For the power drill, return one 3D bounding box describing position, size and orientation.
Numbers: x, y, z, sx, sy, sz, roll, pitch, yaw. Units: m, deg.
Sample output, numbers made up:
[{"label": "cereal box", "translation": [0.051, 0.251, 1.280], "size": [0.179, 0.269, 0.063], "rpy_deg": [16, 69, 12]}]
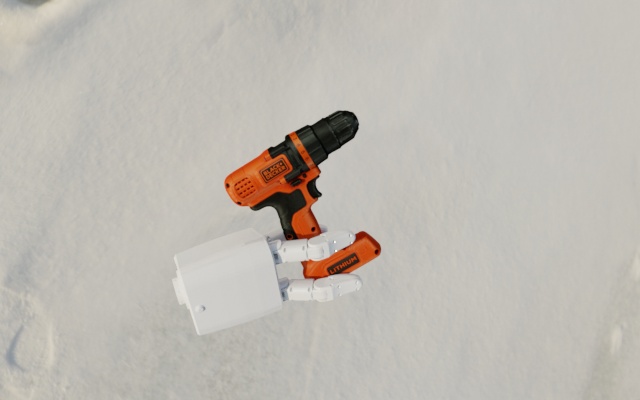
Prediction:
[{"label": "power drill", "translation": [0.000, 0.003, 0.603], "size": [0.184, 0.188, 0.057], "rpy_deg": [-30, 10, 4]}]
